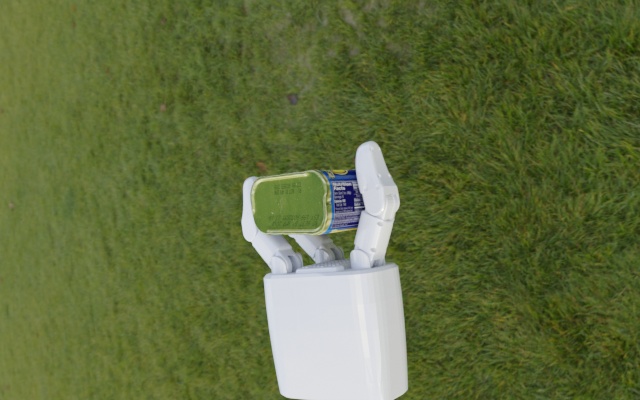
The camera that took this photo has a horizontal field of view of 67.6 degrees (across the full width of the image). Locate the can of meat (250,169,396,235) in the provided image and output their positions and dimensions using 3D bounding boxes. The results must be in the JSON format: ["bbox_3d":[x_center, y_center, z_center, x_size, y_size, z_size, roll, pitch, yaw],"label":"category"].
[{"bbox_3d":[0.000,0.001,0.422,0.084,0.057,0.102,-4,0,-45],"label":"can of meat"}]
